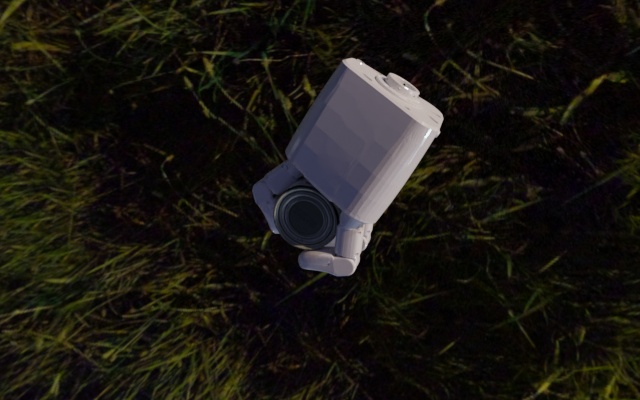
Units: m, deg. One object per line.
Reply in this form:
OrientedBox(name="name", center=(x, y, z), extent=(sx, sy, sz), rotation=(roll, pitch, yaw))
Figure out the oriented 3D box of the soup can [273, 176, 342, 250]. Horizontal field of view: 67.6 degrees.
OrientedBox(name="soup can", center=(0.000, 0.002, 0.500), extent=(0.068, 0.068, 0.102), rotation=(0, 19, 18))
